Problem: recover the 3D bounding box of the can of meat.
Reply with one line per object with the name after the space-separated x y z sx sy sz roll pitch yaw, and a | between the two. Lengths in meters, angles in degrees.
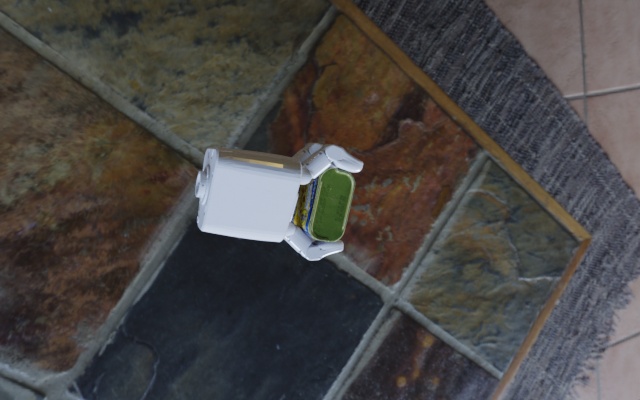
0.000 0.002 0.654 0.057 0.102 0.084 11 2 -23 | can of meat
